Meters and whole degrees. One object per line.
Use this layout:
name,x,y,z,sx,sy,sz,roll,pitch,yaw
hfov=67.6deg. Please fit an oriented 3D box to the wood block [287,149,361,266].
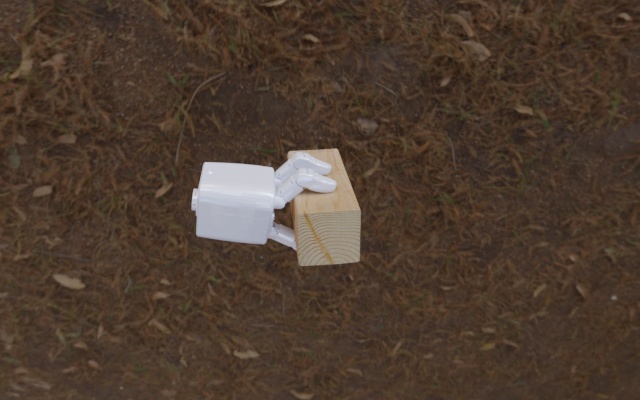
wood block,0.000,0.003,0.749,0.090,0.091,0.206,-4,31,-6
